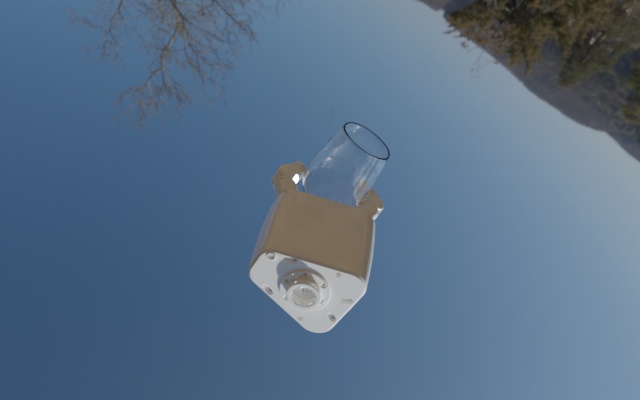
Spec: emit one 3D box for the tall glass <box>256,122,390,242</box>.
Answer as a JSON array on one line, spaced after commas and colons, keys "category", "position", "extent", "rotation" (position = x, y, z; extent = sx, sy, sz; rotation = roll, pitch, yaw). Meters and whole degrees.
[{"category": "tall glass", "position": [0.000, 0.002, 0.577], "extent": [0.079, 0.079, 0.201], "rotation": [0, -44, -46]}]
